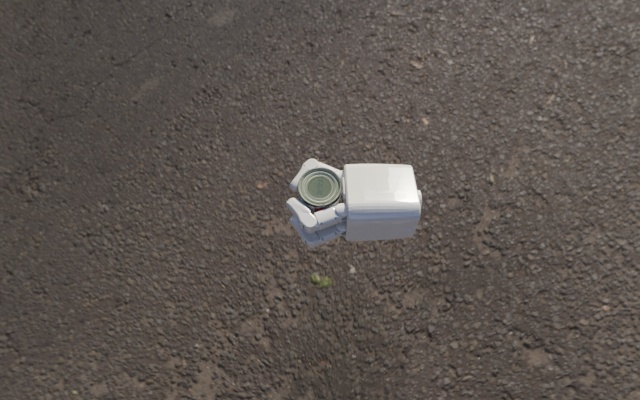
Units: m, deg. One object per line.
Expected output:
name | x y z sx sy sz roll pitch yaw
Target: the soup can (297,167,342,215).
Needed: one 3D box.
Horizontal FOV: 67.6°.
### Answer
soup can | 0.000 0.002 0.739 0.068 0.068 0.102 0 -27 1
